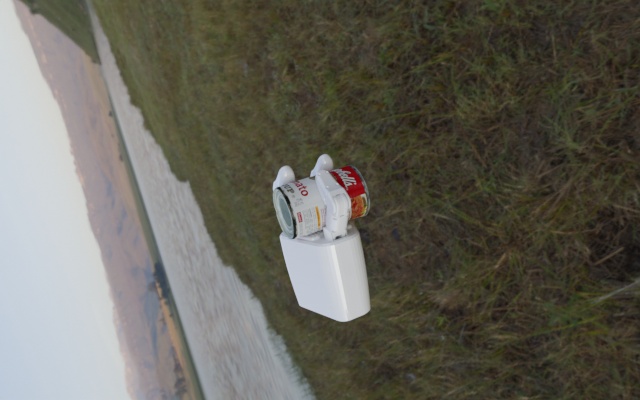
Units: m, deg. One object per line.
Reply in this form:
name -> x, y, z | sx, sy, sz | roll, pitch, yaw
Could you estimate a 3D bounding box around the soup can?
soup can -> 0.000, 0.002, 0.591 | 0.102, 0.068, 0.068 | -17, 6, -20
